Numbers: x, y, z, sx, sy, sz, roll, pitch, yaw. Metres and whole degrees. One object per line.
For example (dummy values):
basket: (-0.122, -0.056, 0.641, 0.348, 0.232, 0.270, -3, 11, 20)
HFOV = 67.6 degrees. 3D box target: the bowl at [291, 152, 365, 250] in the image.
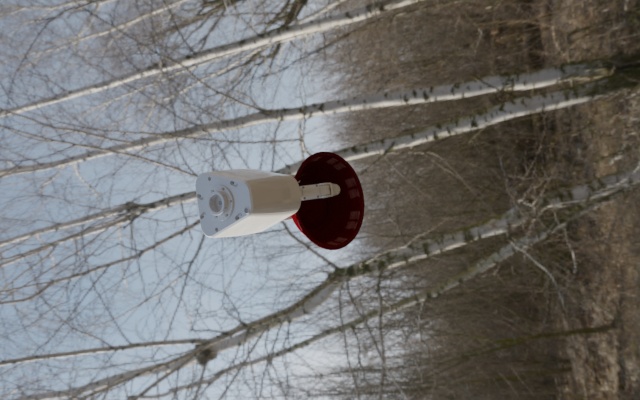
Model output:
bowl: (0.001, 0.003, 0.796, 0.162, 0.162, 0.055, 0, -6, -42)
